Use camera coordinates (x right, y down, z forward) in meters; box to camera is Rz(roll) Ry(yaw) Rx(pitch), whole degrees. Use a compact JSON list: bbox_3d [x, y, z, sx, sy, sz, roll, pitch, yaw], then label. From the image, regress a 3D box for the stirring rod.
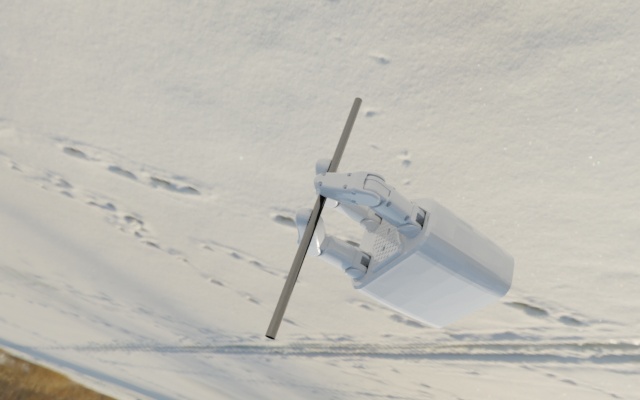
[{"bbox_3d":[0.000,0.001,0.406,0.011,0.239,0.011,16,-29,9],"label":"stirring rod"}]
